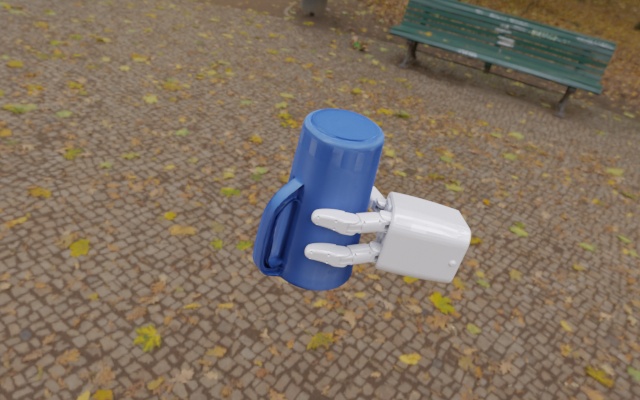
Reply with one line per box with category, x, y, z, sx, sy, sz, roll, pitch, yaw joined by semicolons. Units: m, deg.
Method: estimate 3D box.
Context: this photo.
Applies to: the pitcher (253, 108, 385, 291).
pitcher;0.000;0.002;0.671;0.145;0.243;0.149;15;33;2
